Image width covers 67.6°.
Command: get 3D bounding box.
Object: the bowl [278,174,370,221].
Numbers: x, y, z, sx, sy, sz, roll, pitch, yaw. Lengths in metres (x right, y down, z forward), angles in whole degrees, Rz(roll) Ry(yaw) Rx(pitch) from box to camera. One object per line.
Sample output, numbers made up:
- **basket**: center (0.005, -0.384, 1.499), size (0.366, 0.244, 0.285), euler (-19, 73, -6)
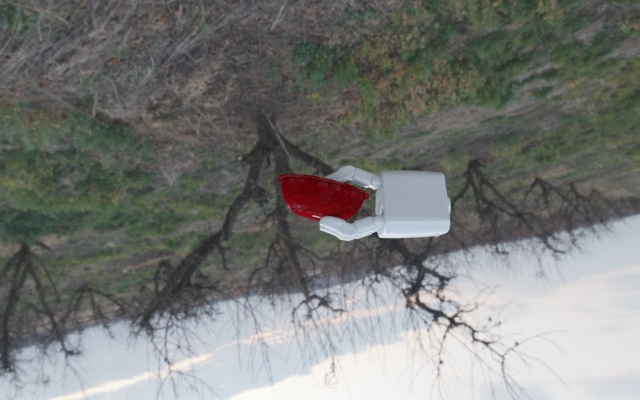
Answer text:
- **bowl**: center (-0.001, 0.003, 0.818), size (0.162, 0.055, 0.162), euler (12, -9, 2)
